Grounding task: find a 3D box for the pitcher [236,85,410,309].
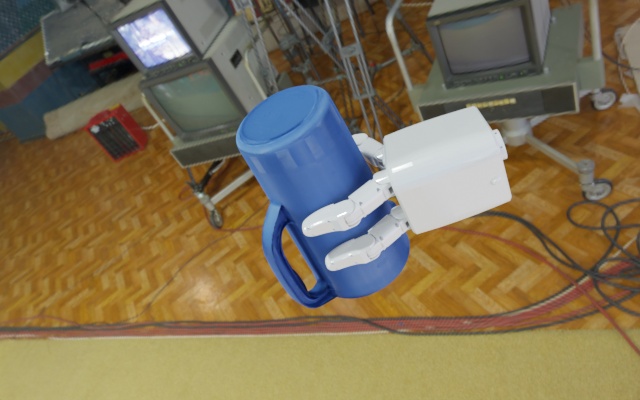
[{"bbox_3d":[0.000,0.002,0.550,0.145,0.243,0.149,-19,39,15],"label":"pitcher"}]
